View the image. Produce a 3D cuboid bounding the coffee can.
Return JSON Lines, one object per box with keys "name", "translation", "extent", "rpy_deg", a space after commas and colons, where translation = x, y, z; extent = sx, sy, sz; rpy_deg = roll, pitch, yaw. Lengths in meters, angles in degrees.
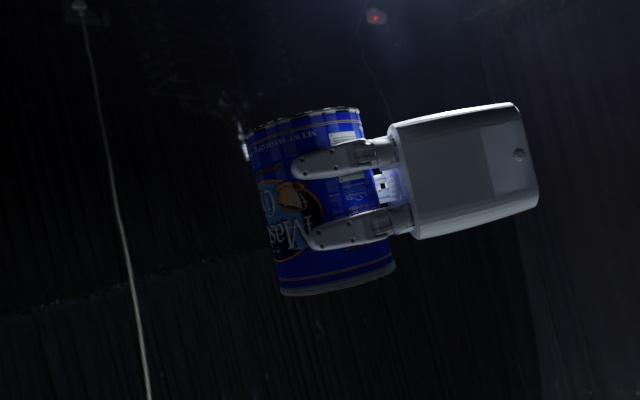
{"name": "coffee can", "translation": [0.000, 0.002, 0.419], "extent": [0.103, 0.140, 0.103], "rpy_deg": [-13, -1, 0]}
